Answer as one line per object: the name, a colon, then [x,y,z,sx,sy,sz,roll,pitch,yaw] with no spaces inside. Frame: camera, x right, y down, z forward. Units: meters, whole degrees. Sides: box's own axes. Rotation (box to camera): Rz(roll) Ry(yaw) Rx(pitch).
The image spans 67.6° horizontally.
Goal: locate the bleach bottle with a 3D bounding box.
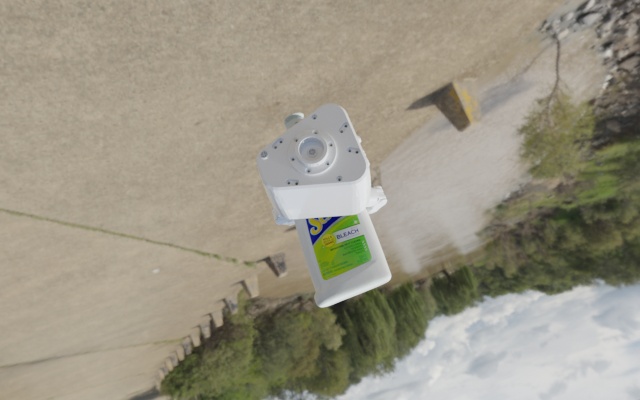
bleach bottle: [0.000,0.002,0.621,0.102,0.250,0.068,-22,-16,-1]
